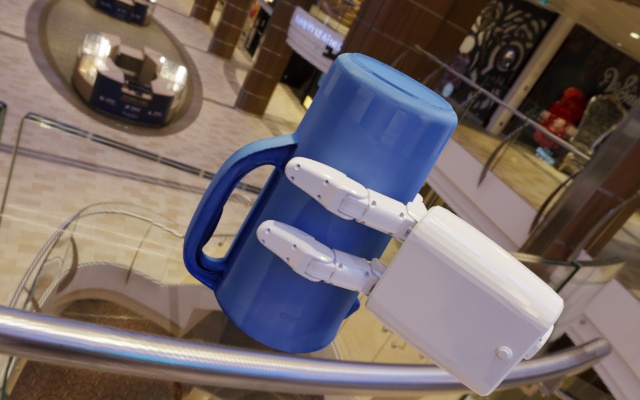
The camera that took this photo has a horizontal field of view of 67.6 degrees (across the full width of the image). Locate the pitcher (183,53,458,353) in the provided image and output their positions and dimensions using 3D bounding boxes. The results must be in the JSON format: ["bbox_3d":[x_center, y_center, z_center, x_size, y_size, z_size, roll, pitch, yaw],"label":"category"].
[{"bbox_3d":[0.000,0.001,0.412,0.145,0.243,0.149,38,25,19],"label":"pitcher"}]
